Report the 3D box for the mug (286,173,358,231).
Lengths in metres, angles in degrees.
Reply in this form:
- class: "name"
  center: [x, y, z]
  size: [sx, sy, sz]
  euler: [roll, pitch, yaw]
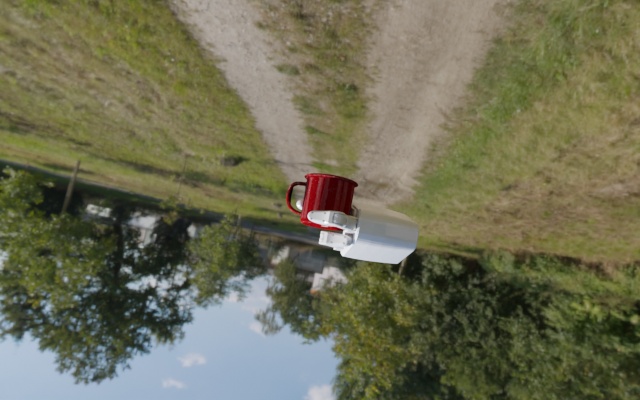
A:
- class: "mug"
  center: [-0.001, 0.003, 0.806]
  size: [0.117, 0.081, 0.093]
  euler: [11, -9, -7]
